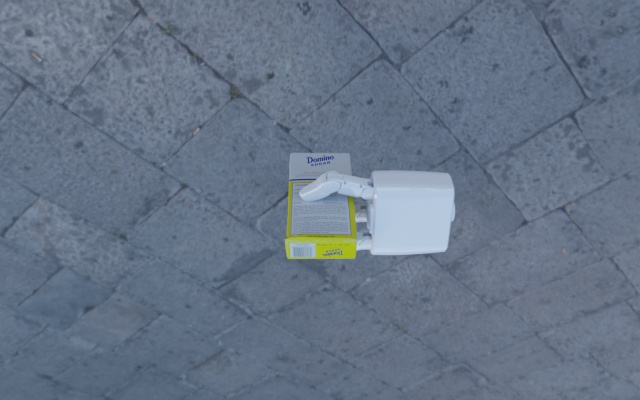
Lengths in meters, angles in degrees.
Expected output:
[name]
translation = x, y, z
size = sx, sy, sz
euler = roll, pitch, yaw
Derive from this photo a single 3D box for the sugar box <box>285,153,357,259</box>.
[sugar box]
translation = 0.000, 0.003, 0.676
size = 0.093, 0.048, 0.176
euler = 1, 42, -1
